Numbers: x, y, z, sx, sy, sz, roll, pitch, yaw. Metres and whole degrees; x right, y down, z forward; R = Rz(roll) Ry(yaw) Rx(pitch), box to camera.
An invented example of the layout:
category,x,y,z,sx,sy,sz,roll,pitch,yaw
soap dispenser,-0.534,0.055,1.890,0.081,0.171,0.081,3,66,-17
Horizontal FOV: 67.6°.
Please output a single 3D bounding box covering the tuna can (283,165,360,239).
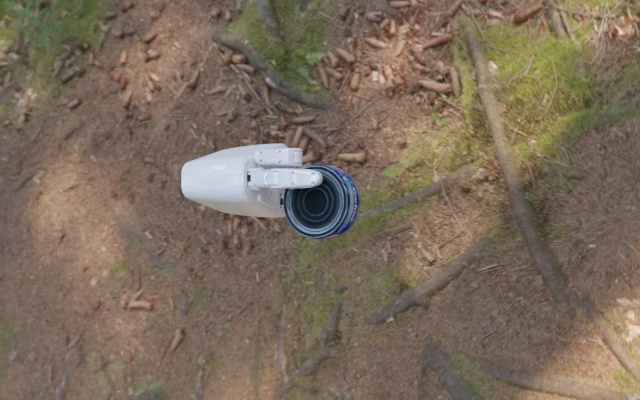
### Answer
category,x,y,z,sx,sy,sz,roll,pitch,yaw
tuna can,0.000,0.002,0.551,0.086,0.086,0.034,0,-2,26
